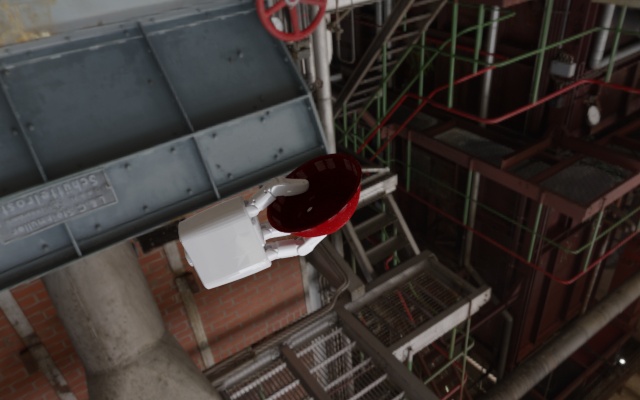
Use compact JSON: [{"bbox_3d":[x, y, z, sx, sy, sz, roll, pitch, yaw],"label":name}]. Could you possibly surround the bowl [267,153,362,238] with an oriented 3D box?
[{"bbox_3d":[0.002,0.002,0.727,0.162,0.162,0.055,0,-42,40],"label":"bowl"}]
